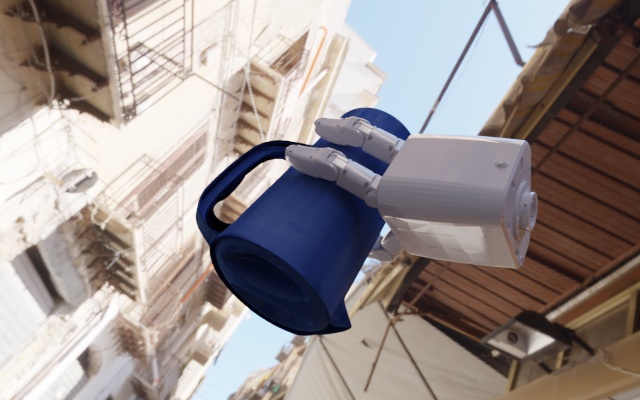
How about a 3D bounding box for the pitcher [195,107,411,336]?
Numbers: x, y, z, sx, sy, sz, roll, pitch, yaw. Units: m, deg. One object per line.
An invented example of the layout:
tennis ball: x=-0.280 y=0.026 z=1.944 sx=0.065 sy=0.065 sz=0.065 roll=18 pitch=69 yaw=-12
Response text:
pitcher: x=0.000 y=0.002 z=0.500 sx=0.145 sy=0.149 sz=0.242 roll=6 pitch=44 yaw=36
